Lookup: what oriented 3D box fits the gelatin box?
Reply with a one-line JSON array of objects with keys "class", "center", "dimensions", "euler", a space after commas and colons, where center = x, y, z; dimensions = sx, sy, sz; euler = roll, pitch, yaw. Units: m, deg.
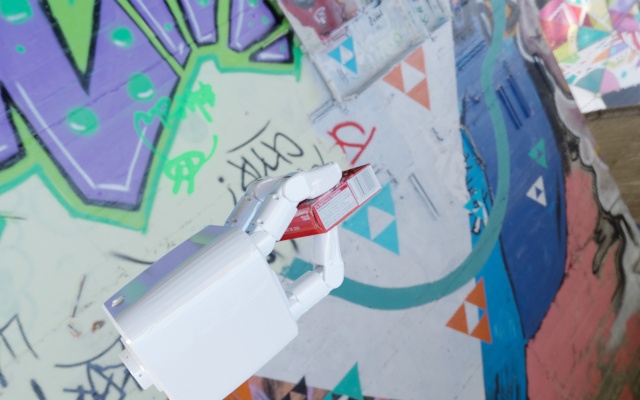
[{"class": "gelatin box", "center": [0.000, 0.002, 0.432], "dimensions": [0.073, 0.030, 0.089], "euler": [-13, 17, 48]}]
